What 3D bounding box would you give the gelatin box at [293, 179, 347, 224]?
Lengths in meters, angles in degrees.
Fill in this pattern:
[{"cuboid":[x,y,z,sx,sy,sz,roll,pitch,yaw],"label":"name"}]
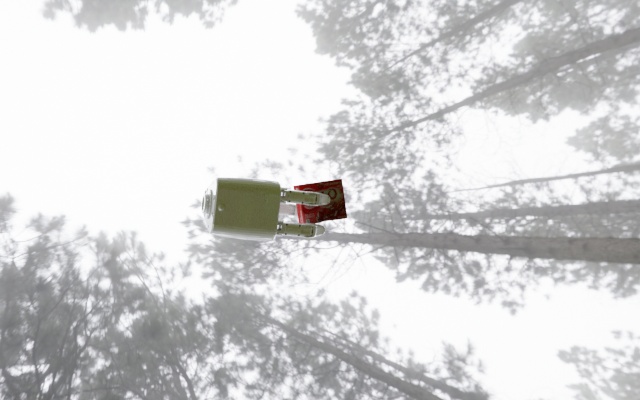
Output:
[{"cuboid":[0.000,0.003,0.854,0.089,0.073,0.030,-8,1,-25],"label":"gelatin box"}]
